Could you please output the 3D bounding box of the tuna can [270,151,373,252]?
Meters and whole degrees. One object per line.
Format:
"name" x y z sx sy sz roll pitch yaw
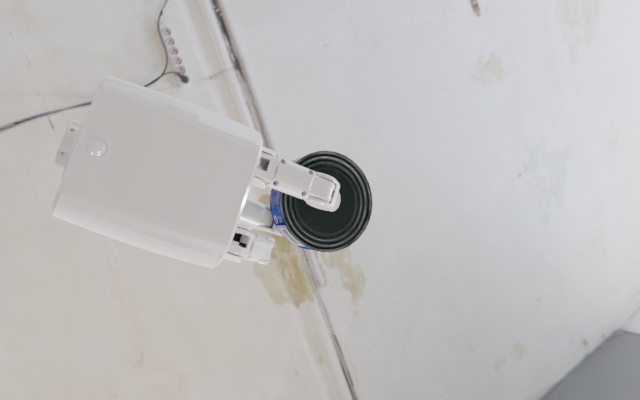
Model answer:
"tuna can" 0.000 0.001 0.417 0.086 0.086 0.034 0 -3 -24
